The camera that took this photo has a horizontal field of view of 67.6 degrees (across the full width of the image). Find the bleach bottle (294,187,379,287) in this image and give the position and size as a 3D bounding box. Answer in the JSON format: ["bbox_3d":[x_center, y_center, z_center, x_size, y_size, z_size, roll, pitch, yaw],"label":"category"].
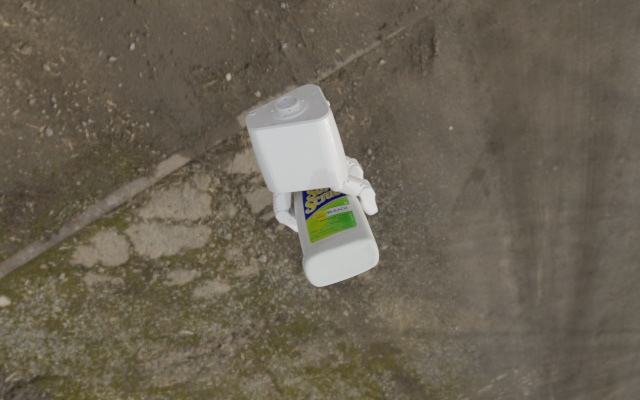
[{"bbox_3d":[0.000,0.002,0.699,0.102,0.068,0.250,-19,42,-2],"label":"bleach bottle"}]
